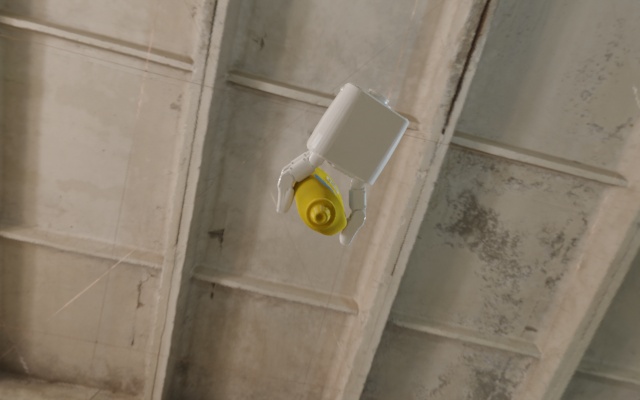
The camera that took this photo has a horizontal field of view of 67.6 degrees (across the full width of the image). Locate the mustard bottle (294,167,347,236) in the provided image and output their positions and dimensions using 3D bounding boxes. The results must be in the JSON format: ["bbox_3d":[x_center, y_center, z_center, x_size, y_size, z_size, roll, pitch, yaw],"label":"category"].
[{"bbox_3d":[0.000,0.002,0.701,0.058,0.096,0.191,-33,10,6],"label":"mustard bottle"}]
